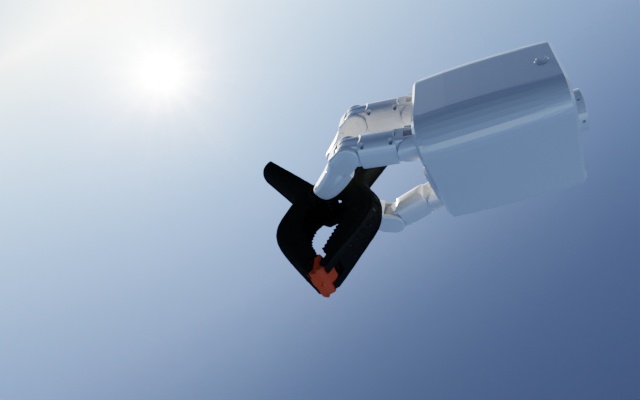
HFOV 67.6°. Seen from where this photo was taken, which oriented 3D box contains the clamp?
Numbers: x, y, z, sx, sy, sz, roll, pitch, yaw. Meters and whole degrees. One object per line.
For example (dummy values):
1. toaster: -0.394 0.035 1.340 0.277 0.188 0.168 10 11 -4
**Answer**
1. clamp: 0.001 0.002 0.436 0.164 0.036 0.209 -15 34 23
